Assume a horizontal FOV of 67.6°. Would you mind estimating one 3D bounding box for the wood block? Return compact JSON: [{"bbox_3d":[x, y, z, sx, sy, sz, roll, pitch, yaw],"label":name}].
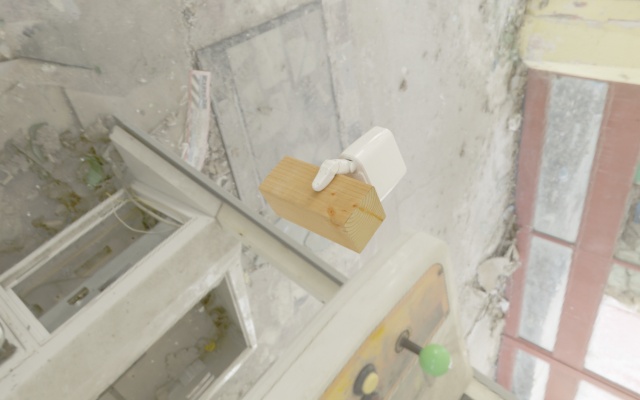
[{"bbox_3d":[0.000,0.002,0.856,0.206,0.090,0.091,22,-26,37],"label":"wood block"}]
